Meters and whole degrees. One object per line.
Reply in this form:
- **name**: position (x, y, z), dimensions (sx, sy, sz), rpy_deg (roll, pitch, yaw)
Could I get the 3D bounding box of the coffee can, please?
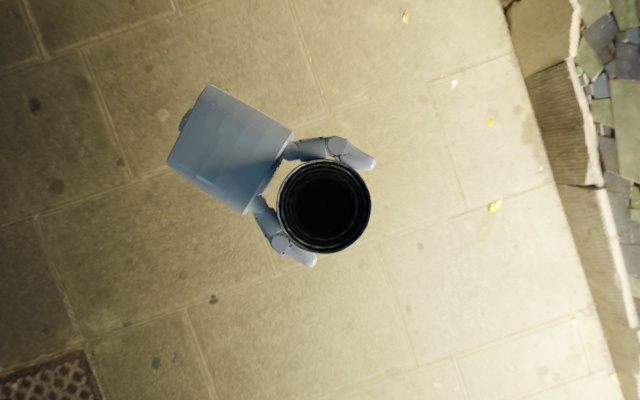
- **coffee can**: position (0.000, 0.002, 0.574), dimensions (0.103, 0.103, 0.140), rpy_deg (0, 4, -3)
